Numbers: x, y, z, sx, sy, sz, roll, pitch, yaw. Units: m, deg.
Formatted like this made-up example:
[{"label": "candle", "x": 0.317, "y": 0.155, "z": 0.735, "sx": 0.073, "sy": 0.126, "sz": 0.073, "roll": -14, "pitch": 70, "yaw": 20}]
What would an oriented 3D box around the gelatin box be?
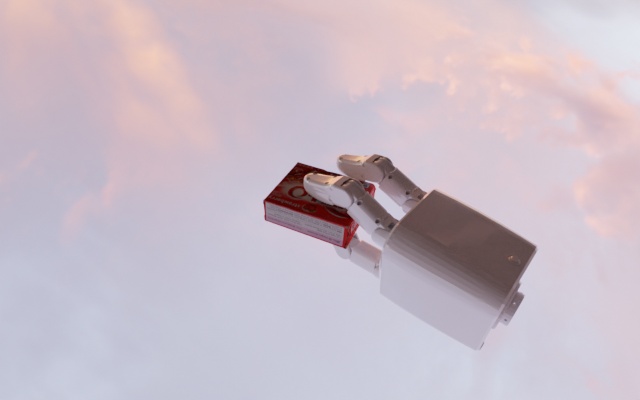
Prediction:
[{"label": "gelatin box", "x": 0.000, "y": 0.002, "z": 0.468, "sx": 0.089, "sy": 0.030, "sz": 0.073, "roll": 17, "pitch": 41, "yaw": 17}]
